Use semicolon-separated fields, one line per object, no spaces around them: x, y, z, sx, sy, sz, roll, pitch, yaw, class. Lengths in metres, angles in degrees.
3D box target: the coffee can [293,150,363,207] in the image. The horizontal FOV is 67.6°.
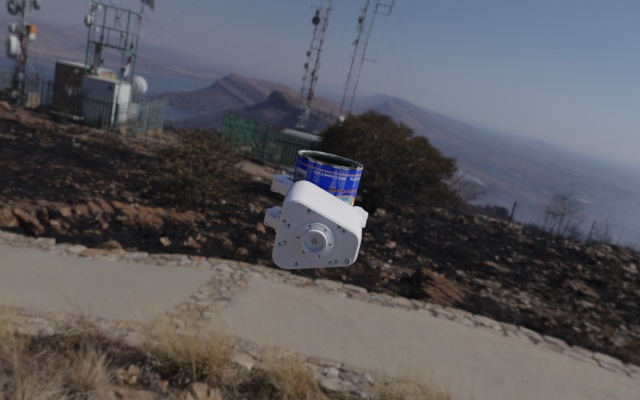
0.000;0.003;0.745;0.103;0.140;0.102;13;14;-3;coffee can
